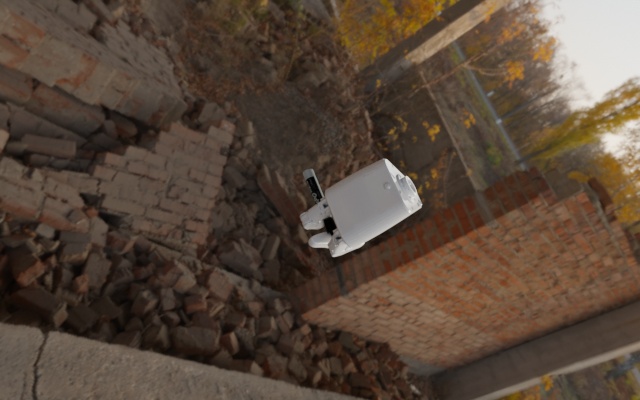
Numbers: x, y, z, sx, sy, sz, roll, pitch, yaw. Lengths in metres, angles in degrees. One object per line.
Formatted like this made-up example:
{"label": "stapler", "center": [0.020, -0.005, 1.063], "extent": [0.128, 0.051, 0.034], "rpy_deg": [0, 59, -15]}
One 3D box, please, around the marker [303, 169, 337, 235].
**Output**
{"label": "marker", "center": [0.000, 0.003, 0.798], "extent": [0.020, 0.121, 0.020], "rpy_deg": [-20, -20, -7]}
